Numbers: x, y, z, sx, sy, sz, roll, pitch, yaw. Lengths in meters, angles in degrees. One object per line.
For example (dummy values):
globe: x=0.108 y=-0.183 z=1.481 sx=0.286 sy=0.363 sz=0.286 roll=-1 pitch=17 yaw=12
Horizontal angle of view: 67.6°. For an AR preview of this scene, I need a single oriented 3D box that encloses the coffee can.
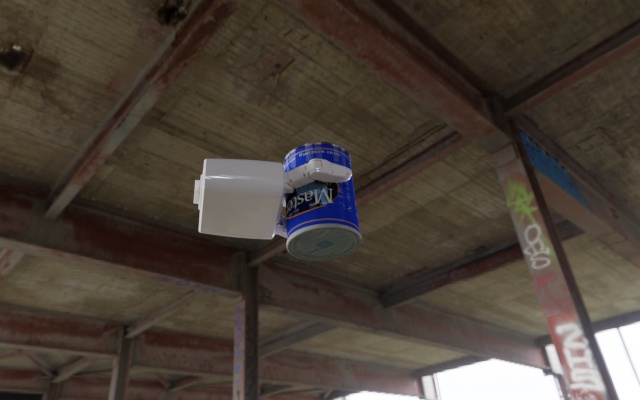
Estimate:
coffee can: x=0.000 y=0.002 z=0.686 sx=0.103 sy=0.140 sz=0.103 roll=-4 pitch=-31 yaw=-2
